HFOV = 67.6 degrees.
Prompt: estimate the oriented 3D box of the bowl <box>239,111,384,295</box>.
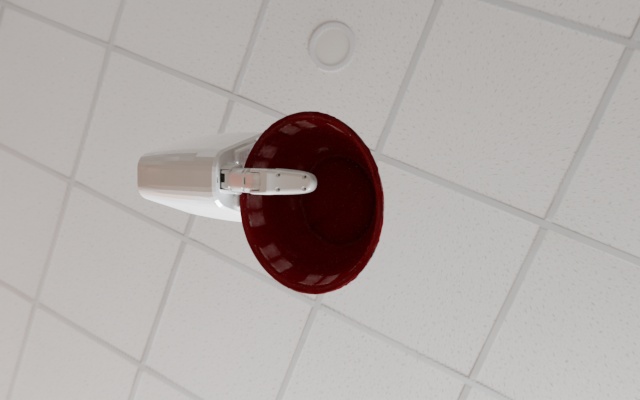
[{"bbox_3d":[0.001,0.002,0.442,0.162,0.162,0.055,0,3,37],"label":"bowl"}]
